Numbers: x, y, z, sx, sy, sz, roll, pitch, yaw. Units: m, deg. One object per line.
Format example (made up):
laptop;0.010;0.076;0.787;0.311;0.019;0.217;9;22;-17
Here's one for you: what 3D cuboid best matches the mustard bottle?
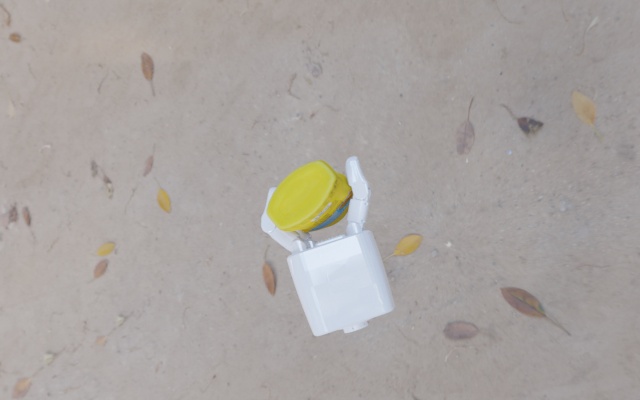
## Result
mustard bottle;0.000;0.002;0.646;0.058;0.096;0.191;46;7;14
